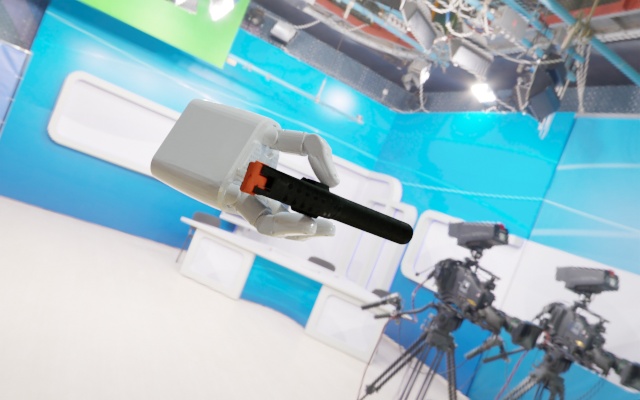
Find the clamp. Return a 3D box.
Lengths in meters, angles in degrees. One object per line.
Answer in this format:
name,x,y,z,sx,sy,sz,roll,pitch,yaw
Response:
clamp,0.000,0.001,0.476,0.164,0.036,0.210,20,0,24
